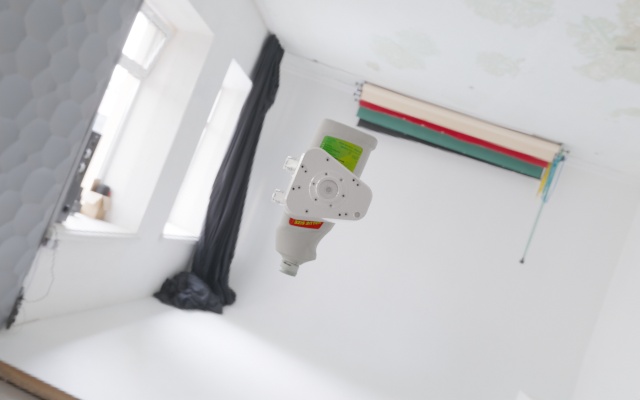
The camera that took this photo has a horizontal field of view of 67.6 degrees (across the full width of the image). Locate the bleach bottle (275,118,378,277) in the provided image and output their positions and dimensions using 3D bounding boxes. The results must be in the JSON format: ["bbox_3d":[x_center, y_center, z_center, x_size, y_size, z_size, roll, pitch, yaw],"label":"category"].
[{"bbox_3d":[0.000,0.002,0.763,0.102,0.251,0.068,21,-3,-1],"label":"bleach bottle"}]
